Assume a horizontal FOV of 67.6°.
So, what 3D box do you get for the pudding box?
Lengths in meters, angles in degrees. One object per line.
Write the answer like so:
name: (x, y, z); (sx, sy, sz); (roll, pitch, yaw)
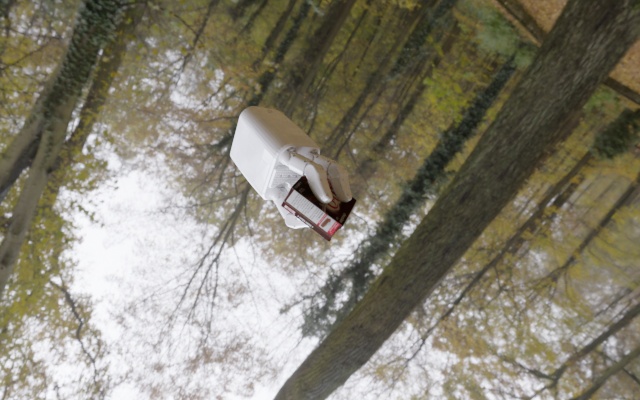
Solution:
pudding box: (0.000, 0.002, 0.705); (0.090, 0.039, 0.113); (36, 26, 0)
